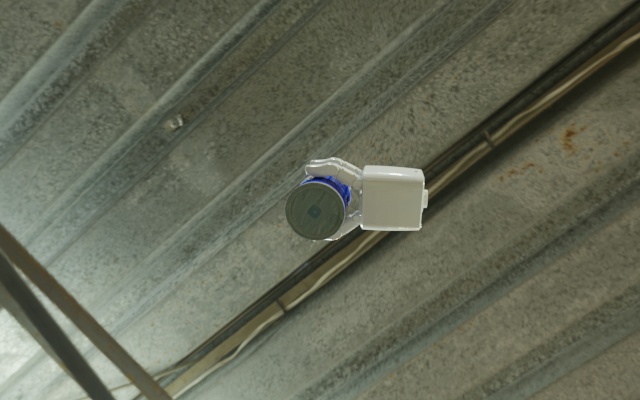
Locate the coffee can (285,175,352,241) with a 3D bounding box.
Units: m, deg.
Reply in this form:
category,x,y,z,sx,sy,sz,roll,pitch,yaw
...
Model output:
category,x,y,z,sx,sy,sz,roll,pitch,yaw
coffee can,0.000,0.003,0.871,0.103,0.103,0.140,0,14,8
